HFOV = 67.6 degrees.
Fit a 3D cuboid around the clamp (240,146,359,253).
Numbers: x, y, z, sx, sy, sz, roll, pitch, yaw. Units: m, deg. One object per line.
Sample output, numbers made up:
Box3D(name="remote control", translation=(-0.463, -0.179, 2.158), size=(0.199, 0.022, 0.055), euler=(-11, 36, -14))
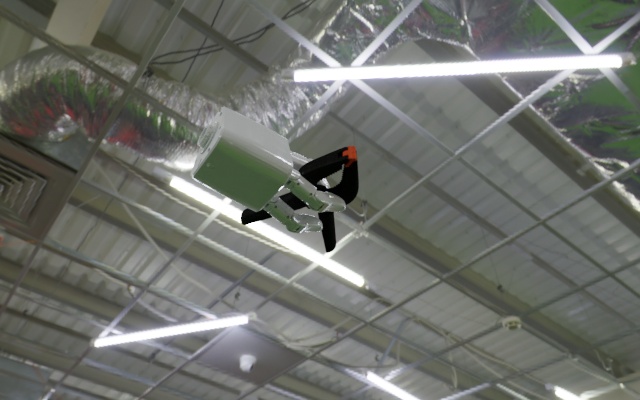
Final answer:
Box3D(name="clamp", translation=(0.000, 0.001, 0.708), size=(0.164, 0.036, 0.210), euler=(26, -49, -26))
